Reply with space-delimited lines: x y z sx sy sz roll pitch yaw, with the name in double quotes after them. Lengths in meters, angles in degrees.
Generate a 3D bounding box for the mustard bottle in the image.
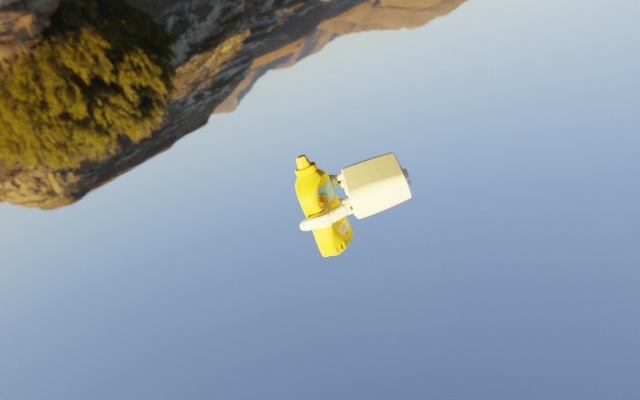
0.000 0.003 0.899 0.058 0.192 0.096 -12 22 29 "mustard bottle"
